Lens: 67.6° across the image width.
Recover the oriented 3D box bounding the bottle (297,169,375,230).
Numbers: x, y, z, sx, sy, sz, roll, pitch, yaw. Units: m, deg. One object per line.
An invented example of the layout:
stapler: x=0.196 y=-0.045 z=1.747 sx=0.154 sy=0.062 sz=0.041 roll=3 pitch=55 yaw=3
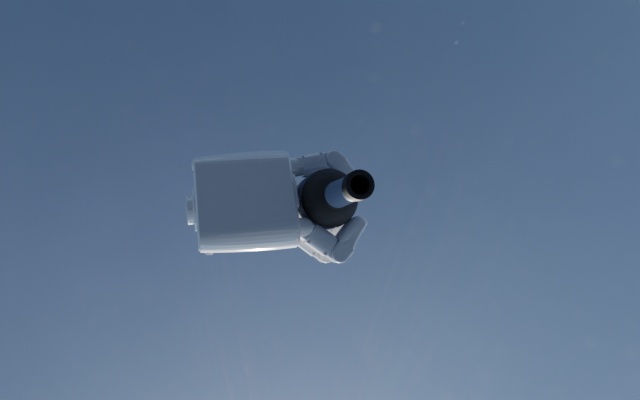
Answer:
bottle: x=0.000 y=0.002 z=0.562 sx=0.069 sy=0.069 sz=0.296 roll=0 pitch=-6 yaw=-14
